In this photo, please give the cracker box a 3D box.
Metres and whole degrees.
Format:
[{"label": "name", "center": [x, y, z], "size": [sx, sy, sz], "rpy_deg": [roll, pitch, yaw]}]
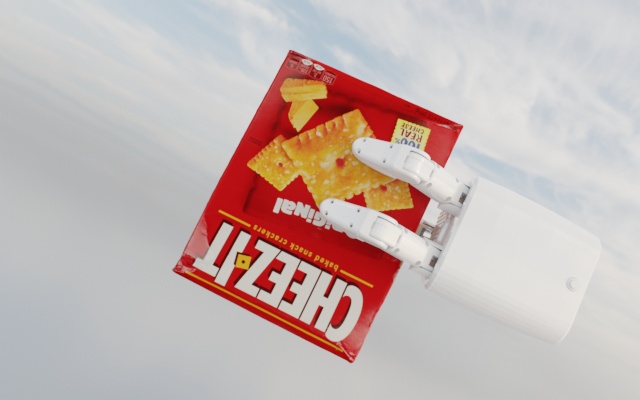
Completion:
[{"label": "cracker box", "center": [0.000, 0.001, 0.411], "size": [0.164, 0.213, 0.072], "rpy_deg": [26, -8, 4]}]
